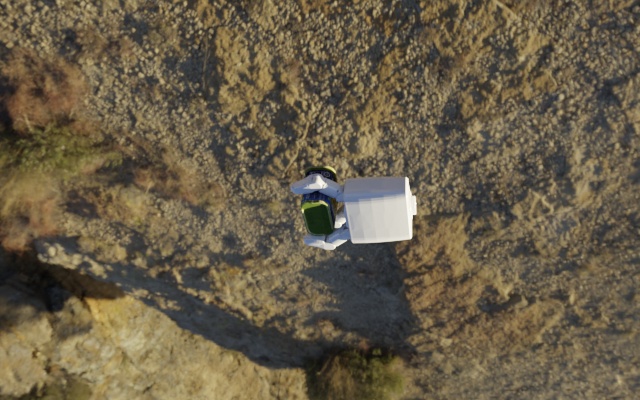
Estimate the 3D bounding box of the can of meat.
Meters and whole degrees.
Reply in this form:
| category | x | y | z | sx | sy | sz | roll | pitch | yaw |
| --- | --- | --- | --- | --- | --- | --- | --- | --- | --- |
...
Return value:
| category | x | y | z | sx | sy | sz | roll | pitch | yaw |
| --- | --- | --- | --- | --- | --- | --- | --- | --- | --- |
| can of meat | 0.000 | 0.003 | 0.861 | 0.057 | 0.084 | 0.102 | -1 | -41 | 11 |
